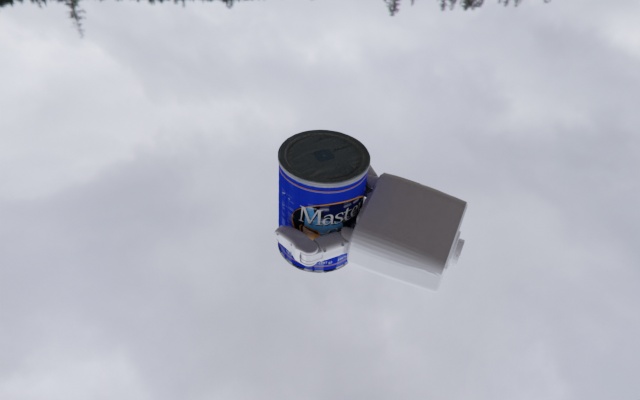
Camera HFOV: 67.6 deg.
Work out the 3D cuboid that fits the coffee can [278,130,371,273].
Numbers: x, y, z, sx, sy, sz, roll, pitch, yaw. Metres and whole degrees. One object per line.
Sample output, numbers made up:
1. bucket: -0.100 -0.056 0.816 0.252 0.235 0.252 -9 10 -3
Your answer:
1. coffee can: 0.000 0.002 0.570 0.103 0.140 0.102 3 41 -2
